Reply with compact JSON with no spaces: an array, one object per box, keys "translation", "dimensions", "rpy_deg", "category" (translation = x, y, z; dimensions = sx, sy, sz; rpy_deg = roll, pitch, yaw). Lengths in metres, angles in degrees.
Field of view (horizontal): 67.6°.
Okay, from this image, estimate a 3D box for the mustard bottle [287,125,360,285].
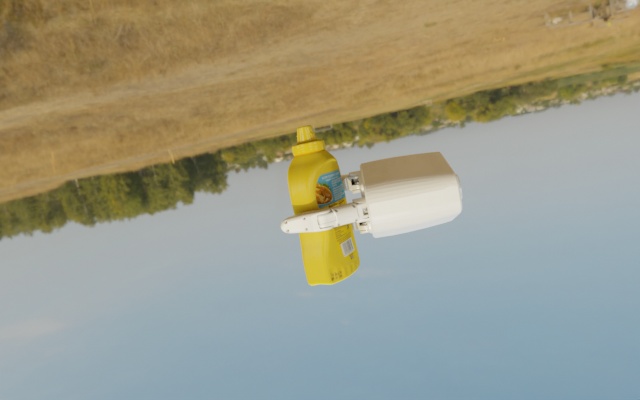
[{"translation":[0.000,0.002,0.598],"dimensions":[0.058,0.191,0.096],"rpy_deg":[-8,7,30],"category":"mustard bottle"}]
